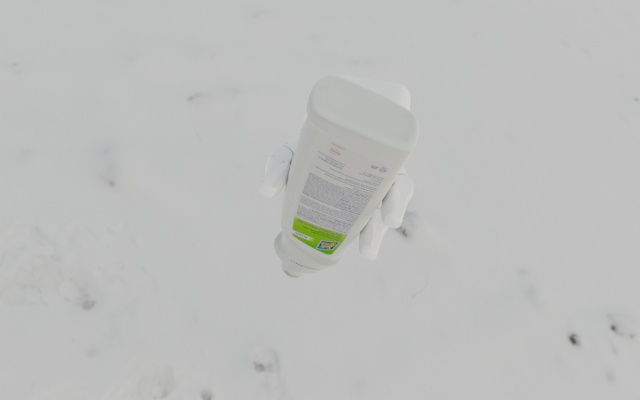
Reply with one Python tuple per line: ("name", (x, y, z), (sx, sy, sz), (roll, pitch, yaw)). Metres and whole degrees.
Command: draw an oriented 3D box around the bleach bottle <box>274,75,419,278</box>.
("bleach bottle", (0.000, 0.002, 0.488), (0.102, 0.068, 0.251), (24, -44, -5))
